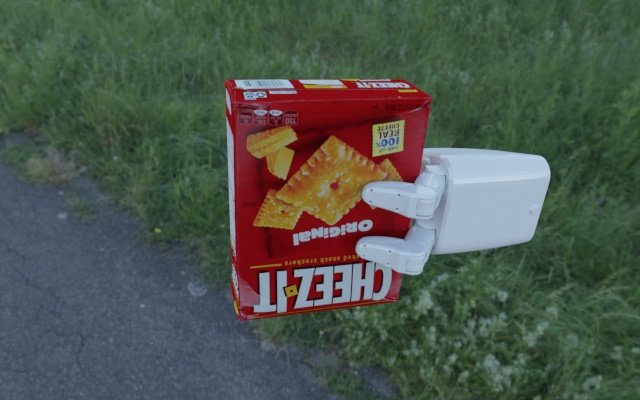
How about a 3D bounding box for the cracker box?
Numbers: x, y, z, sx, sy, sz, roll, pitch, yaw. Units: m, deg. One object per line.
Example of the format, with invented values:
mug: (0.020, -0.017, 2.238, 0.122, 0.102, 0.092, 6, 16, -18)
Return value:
cracker box: (0.000, 0.001, 0.438, 0.164, 0.214, 0.072, -3, 28, -14)
